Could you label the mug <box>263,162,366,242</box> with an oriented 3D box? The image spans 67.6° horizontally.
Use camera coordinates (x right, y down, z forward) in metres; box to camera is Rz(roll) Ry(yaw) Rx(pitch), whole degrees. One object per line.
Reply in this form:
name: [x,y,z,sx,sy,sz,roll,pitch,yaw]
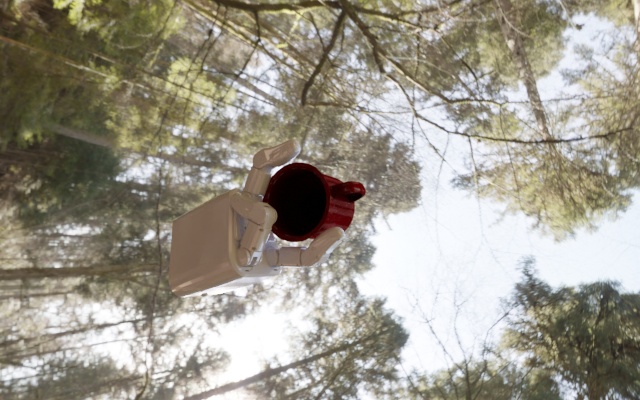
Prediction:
mug: [0.001,0.001,0.577,0.117,0.093,0.081,-23,-17,26]
